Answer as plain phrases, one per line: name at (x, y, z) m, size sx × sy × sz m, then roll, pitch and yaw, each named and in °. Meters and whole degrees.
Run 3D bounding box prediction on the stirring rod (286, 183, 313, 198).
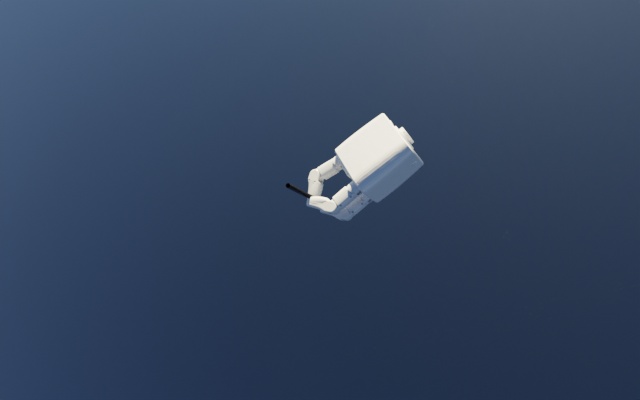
stirring rod at (0.000, 0.003, 0.849) m, size 0.011 × 0.011 × 0.239 m, roll 0°, pitch -13°, yaw 26°
